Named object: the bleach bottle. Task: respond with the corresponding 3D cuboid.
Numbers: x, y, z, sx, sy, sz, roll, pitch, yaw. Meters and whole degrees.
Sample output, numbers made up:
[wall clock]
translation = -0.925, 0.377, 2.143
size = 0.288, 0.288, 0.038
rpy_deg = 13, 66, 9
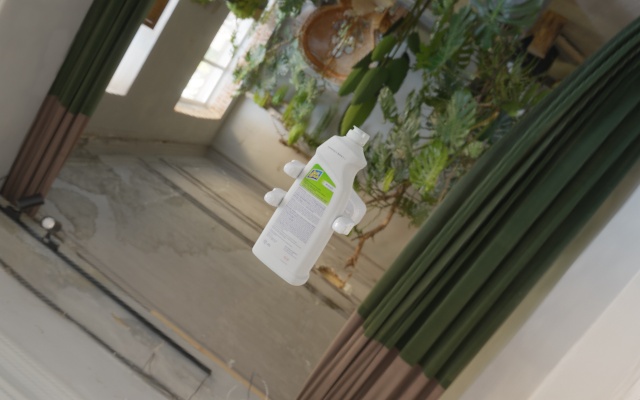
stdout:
[bleach bottle]
translation = 0.000, 0.002, 0.739
size = 0.102, 0.251, 0.068
rpy_deg = 37, 11, 14
